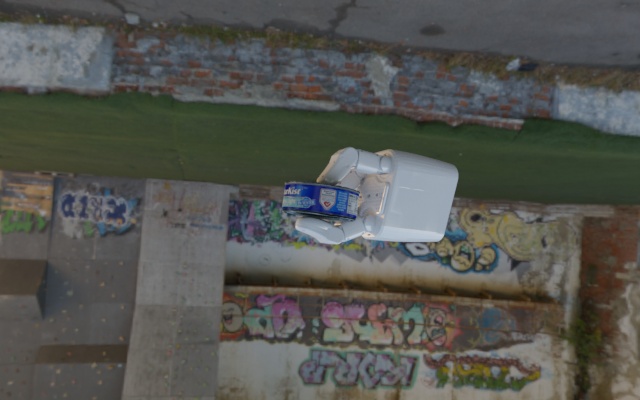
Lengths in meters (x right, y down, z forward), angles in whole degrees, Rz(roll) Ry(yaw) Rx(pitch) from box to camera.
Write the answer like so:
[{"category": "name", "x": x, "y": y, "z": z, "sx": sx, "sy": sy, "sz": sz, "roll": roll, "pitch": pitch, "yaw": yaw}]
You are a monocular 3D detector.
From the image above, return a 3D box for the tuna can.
[{"category": "tuna can", "x": 0.000, "y": 0.002, "z": 0.538, "sx": 0.086, "sy": 0.033, "sz": 0.086, "roll": 8, "pitch": -5, "yaw": 1}]
